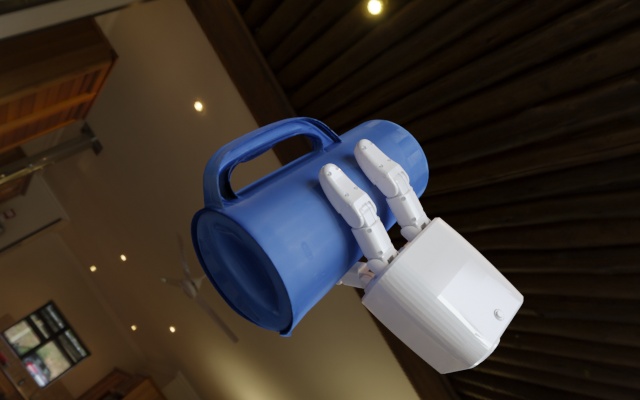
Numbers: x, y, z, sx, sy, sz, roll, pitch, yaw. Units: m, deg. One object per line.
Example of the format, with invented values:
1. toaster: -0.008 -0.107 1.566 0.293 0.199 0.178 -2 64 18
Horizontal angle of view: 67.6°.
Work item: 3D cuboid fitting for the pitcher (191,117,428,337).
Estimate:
1. pitcher: 0.000 0.002 0.479 0.242 0.145 0.149 -37 -19 -36
